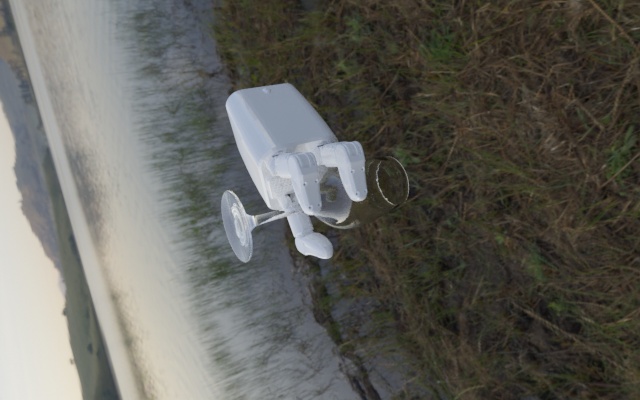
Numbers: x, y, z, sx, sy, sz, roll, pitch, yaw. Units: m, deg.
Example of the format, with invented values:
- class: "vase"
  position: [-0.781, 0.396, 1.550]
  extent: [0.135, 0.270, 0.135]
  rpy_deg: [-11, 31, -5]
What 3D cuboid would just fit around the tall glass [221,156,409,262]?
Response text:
- class: "tall glass"
  position: [0.000, 0.002, 0.520]
  extent: [0.201, 0.079, 0.079]
  rpy_deg: [-16, 7, -27]
